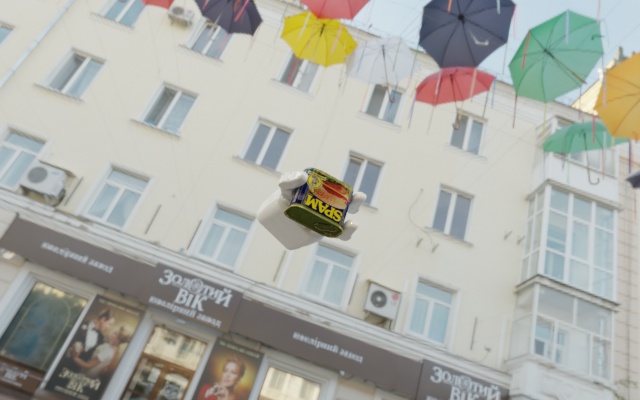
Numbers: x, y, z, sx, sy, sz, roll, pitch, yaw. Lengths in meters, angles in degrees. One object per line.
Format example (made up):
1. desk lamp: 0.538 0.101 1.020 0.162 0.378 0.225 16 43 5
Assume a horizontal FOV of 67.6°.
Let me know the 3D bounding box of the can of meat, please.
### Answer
1. can of meat: 0.000 0.002 0.813 0.102 0.084 0.057 29 -30 -16
